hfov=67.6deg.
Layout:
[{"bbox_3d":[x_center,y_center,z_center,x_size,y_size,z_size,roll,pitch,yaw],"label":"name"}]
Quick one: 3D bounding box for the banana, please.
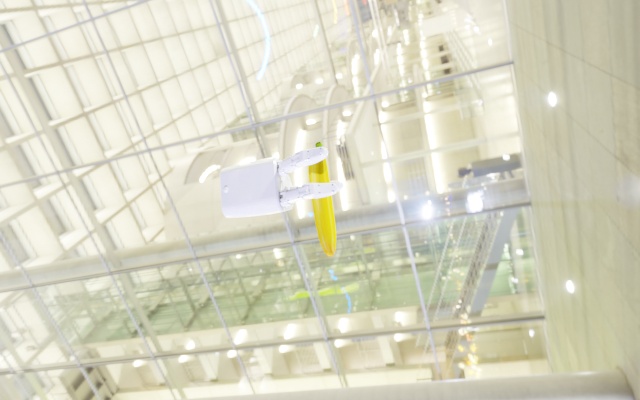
[{"bbox_3d":[0.001,-0.003,0.847,0.037,0.198,0.069,-8,5,6],"label":"banana"}]
